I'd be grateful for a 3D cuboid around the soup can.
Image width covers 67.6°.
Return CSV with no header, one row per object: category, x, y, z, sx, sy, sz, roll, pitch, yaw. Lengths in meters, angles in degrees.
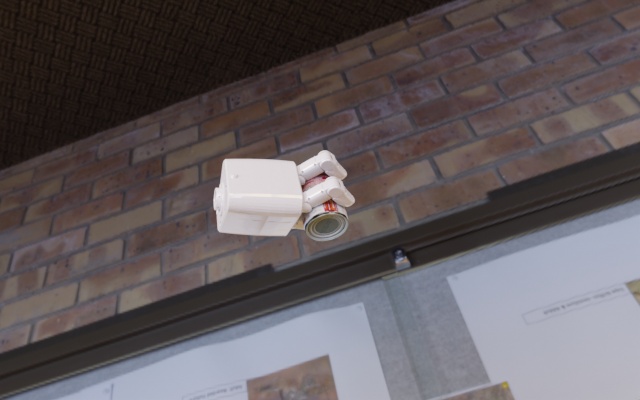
soup can,0.001,0.003,0.729,0.068,0.102,0.069,-8,-40,-7
